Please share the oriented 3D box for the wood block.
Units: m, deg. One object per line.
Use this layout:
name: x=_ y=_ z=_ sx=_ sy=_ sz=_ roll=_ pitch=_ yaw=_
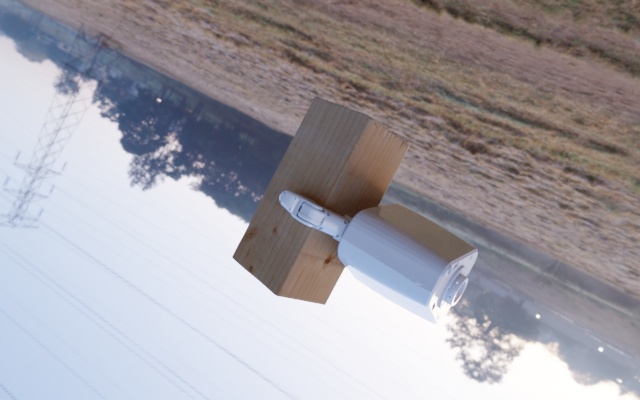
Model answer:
wood block: x=0.000 y=0.002 z=0.542 sx=0.090 sy=0.206 sz=0.091 roll=30 pitch=4 yaw=42
